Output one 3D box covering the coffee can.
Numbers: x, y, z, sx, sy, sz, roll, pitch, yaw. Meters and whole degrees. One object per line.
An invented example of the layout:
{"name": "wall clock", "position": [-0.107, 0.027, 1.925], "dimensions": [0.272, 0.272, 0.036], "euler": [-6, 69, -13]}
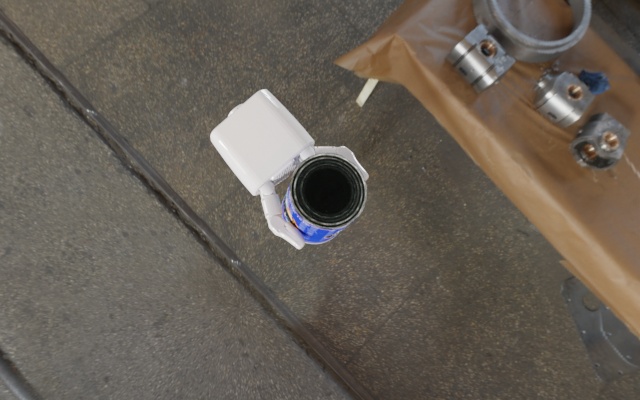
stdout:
{"name": "coffee can", "position": [0.000, 0.002, 0.681], "dimensions": [0.103, 0.102, 0.140], "euler": [0, -13, -9]}
